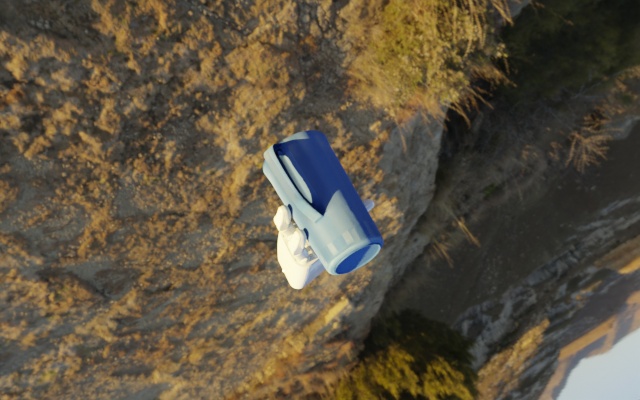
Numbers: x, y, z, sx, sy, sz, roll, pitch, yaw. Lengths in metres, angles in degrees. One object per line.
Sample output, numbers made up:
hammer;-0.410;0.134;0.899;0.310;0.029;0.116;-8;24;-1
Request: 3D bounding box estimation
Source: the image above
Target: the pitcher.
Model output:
pitcher;0.000;0.003;0.832;0.149;0.242;0.145;-19;-28;-23
